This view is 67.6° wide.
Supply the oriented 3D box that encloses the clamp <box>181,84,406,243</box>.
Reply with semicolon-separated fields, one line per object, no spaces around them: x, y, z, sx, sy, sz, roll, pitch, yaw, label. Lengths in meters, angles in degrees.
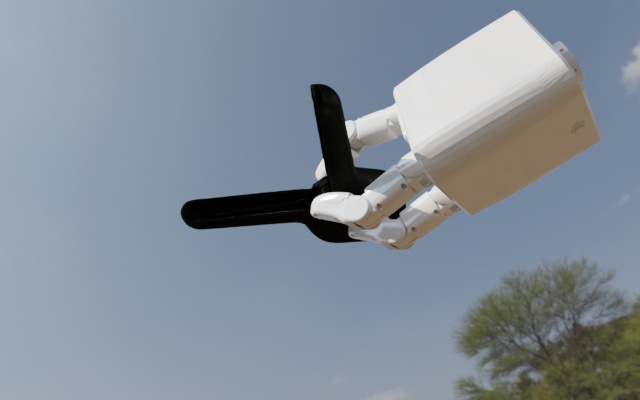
0.000;0.001;0.413;0.164;0.036;0.210;-32;-37;24;clamp
